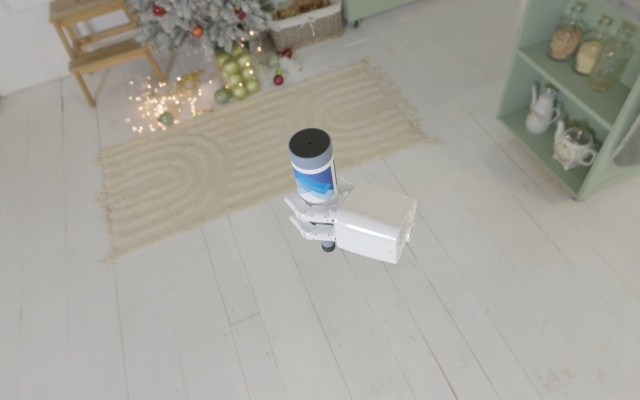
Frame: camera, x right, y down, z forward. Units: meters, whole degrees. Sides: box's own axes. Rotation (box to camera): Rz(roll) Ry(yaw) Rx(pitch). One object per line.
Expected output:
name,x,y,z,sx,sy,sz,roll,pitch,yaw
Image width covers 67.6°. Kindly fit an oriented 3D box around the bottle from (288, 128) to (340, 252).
bottle,0.000,0.003,0.834,0.069,0.069,0.296,0,-37,8
